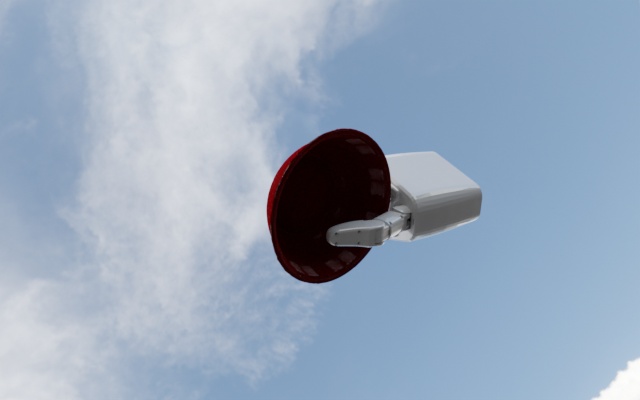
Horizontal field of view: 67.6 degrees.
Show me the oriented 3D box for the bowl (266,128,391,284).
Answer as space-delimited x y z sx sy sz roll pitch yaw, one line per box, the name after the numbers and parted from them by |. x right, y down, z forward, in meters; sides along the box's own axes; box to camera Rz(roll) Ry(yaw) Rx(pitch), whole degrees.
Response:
-0.001 0.001 0.496 0.162 0.162 0.055 0 15 -43 | bowl
